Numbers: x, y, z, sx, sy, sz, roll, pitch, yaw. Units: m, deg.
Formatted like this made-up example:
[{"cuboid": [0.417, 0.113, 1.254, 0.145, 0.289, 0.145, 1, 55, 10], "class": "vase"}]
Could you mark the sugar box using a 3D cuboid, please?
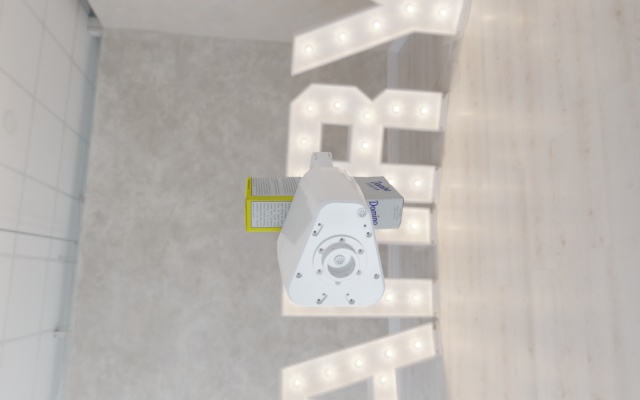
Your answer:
[{"cuboid": [0.000, 0.002, 0.564, 0.176, 0.048, 0.093, 2, 19, -8], "class": "sugar box"}]
